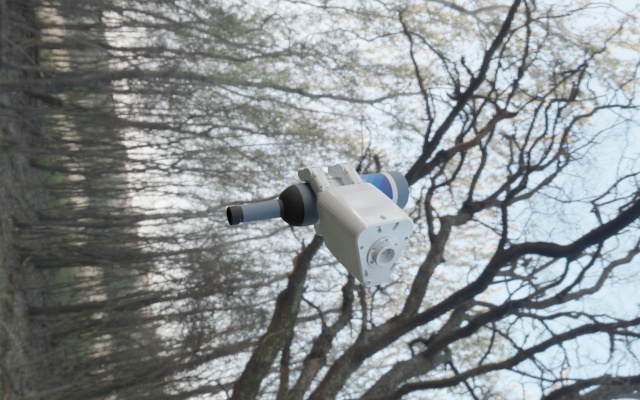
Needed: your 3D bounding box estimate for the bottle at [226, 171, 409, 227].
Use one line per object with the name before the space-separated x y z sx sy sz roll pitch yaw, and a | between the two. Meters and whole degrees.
bottle | 0.000 0.002 0.744 0.295 0.069 0.069 -9 4 -26
